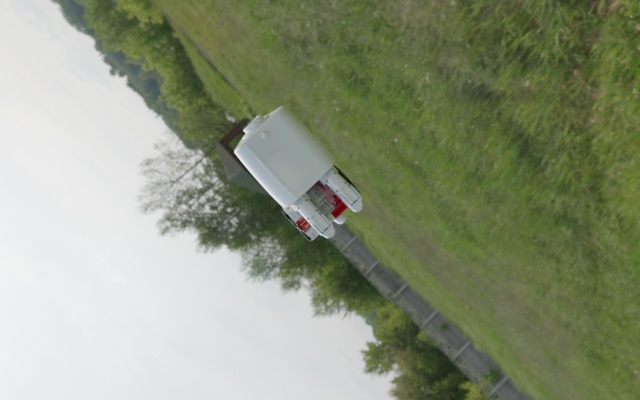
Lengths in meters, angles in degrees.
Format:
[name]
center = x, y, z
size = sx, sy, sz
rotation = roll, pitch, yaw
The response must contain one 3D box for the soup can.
[soup can]
center = 0.000, 0.003, 0.703
size = 0.102, 0.068, 0.068
rotation = -44, 2, -2
